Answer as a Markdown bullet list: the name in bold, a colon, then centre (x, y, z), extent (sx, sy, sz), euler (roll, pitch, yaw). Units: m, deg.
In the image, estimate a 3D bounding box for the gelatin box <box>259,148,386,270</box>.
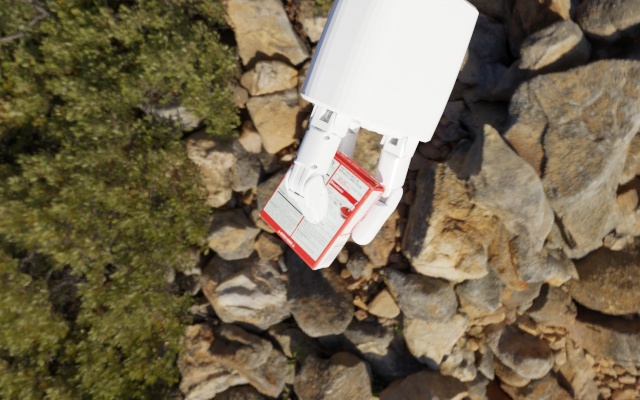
- **gelatin box**: centre (0.000, 0.002, 0.405), extent (0.073, 0.089, 0.030), euler (42, 17, 23)
